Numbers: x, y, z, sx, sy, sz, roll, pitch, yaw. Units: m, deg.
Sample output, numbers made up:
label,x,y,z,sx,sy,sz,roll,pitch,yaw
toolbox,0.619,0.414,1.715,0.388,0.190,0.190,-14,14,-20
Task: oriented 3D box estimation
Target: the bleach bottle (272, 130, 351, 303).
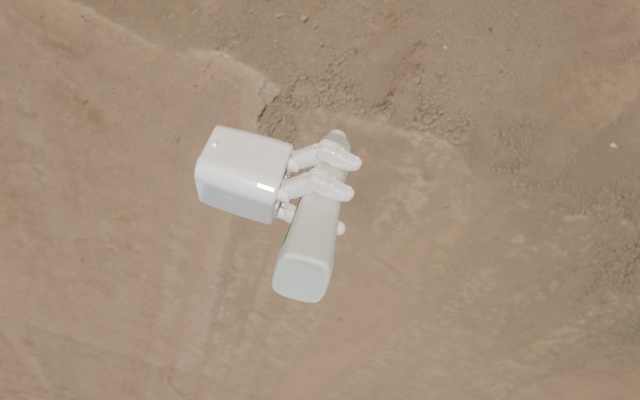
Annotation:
label,x,y,z,sx,sy,sz,roll,pitch,yaw
bleach bottle,0.000,0.002,0.640,0.068,0.250,0.103,15,-41,-1
